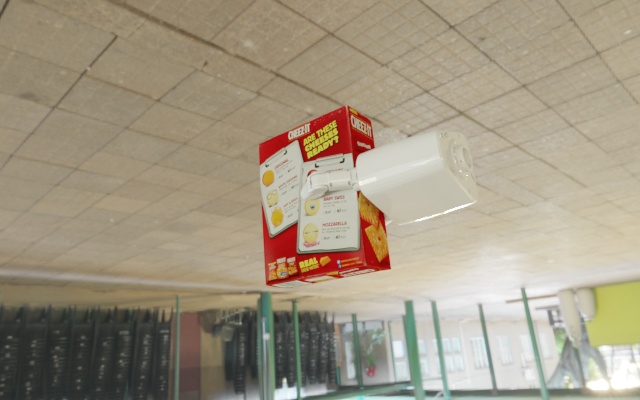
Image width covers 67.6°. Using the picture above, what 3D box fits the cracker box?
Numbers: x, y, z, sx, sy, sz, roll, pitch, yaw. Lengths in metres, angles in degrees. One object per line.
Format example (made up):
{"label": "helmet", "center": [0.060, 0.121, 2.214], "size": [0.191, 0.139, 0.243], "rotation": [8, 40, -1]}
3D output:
{"label": "cracker box", "center": [0.000, 0.002, 0.656], "size": [0.164, 0.213, 0.072], "rotation": [-18, -22, 34]}
